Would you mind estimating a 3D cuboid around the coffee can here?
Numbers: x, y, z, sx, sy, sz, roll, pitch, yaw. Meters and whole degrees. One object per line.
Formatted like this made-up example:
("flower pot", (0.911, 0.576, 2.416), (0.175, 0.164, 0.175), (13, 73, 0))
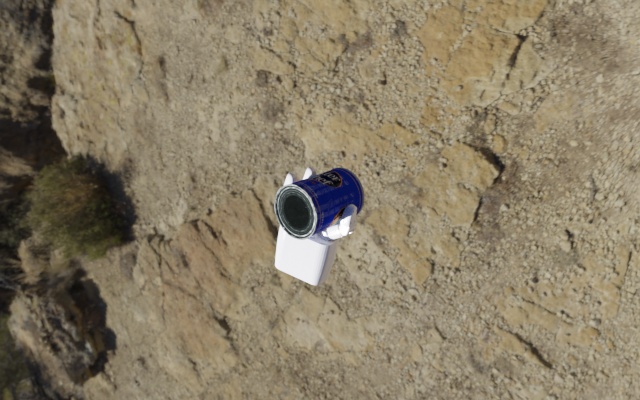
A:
("coffee can", (0.000, 0.003, 0.886), (0.103, 0.103, 0.140), (0, 15, 42))
